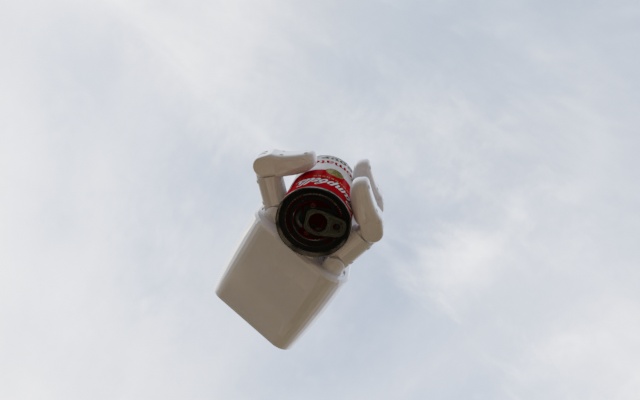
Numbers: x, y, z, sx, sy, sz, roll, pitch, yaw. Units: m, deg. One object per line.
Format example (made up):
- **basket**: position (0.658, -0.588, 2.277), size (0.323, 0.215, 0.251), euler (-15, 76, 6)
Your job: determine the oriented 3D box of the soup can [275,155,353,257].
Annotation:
- **soup can**: position (0.000, 0.001, 0.463), size (0.068, 0.068, 0.102), euler (0, 22, 8)
